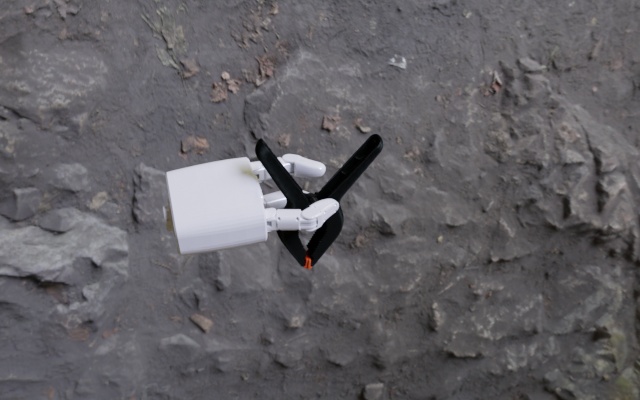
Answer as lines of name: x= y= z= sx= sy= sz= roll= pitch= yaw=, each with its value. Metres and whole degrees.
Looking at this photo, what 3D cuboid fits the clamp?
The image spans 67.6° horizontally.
clamp: x=0.000 y=0.003 z=0.633 sx=0.164 sy=0.210 sz=0.036 roll=-10 pitch=37 yaw=-15
